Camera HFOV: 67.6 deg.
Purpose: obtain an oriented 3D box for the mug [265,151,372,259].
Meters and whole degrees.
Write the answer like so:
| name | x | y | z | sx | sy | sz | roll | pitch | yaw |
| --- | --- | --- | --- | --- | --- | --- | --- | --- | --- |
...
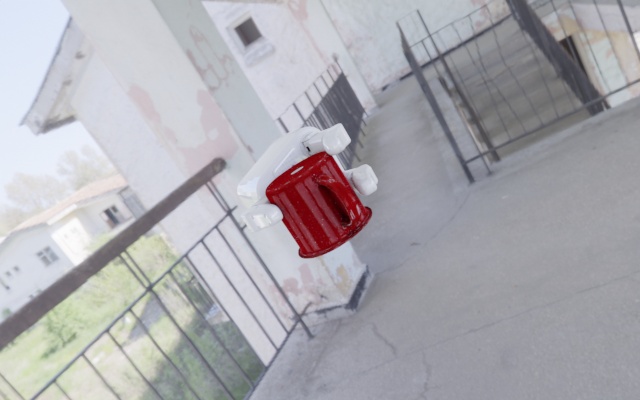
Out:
| name | x | y | z | sx | sy | sz | roll | pitch | yaw |
| --- | --- | --- | --- | --- | --- | --- | --- | --- | --- |
| mug | 0.001 | 0.001 | 0.494 | 0.093 | 0.081 | 0.117 | -38 | 15 | -20 |
